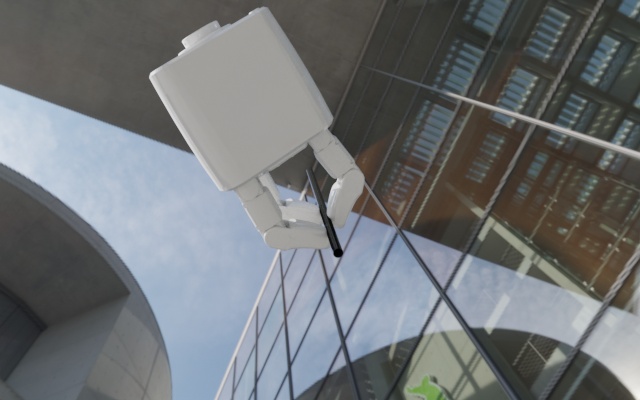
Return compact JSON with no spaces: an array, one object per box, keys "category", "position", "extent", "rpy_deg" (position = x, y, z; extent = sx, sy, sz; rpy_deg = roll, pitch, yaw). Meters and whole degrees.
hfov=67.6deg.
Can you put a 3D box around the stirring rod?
[{"category":"stirring rod","position":[0.000,0.002,0.483],"extent":[0.011,0.011,0.239],"rpy_deg":[0,19,-7]}]
